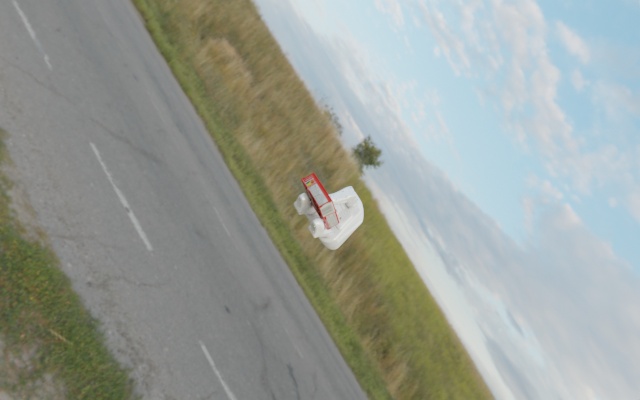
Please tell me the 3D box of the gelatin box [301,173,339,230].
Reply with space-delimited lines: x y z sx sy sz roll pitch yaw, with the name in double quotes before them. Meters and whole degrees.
"gelatin box" 0.000 0.002 0.879 0.030 0.073 0.089 -29 -31 -5
